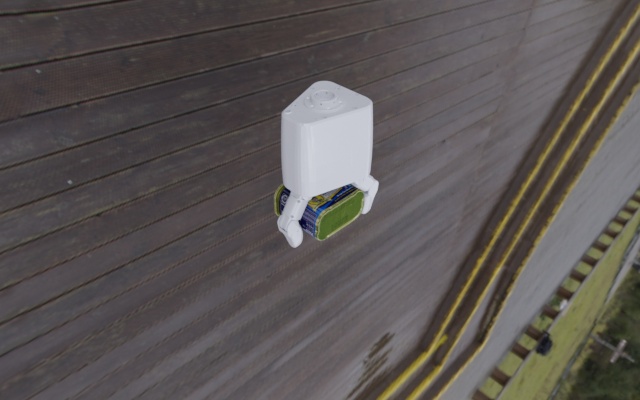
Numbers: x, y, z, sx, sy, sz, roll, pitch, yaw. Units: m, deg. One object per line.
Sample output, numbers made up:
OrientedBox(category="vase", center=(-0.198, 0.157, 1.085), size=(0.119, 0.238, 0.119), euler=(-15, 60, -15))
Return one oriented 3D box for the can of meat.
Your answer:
OrientedBox(category="can of meat", center=(0.000, 0.002, 0.675), size=(0.084, 0.057, 0.102), euler=(32, 47, 32))
